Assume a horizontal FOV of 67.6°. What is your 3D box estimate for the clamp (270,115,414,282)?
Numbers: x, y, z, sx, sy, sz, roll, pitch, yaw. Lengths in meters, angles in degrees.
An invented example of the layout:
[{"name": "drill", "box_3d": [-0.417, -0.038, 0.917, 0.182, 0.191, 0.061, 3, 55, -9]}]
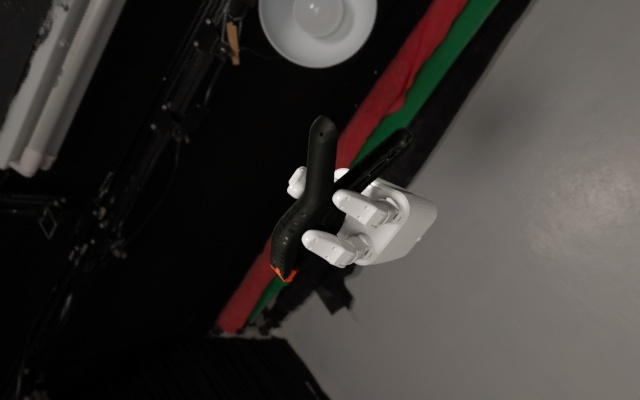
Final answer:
[{"name": "clamp", "box_3d": [-0.001, 0.002, 0.491, 0.036, 0.210, 0.164, 45, 21, 26]}]
